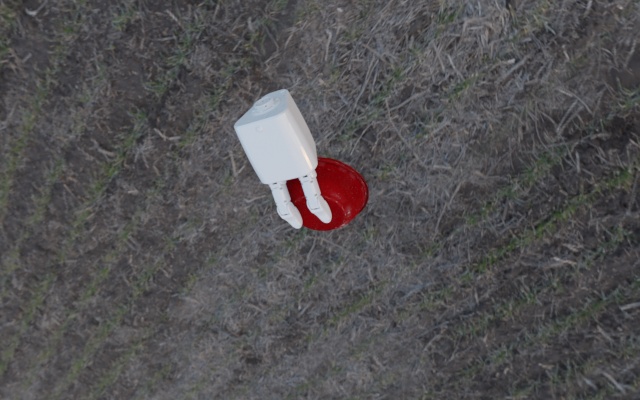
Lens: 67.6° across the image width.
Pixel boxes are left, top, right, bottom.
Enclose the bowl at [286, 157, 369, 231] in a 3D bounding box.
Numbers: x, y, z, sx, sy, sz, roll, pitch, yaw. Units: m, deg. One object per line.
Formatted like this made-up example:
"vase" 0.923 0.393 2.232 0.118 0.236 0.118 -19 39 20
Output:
"bowl" 0.001 0.004 0.816 0.162 0.055 0.162 6 -42 6
